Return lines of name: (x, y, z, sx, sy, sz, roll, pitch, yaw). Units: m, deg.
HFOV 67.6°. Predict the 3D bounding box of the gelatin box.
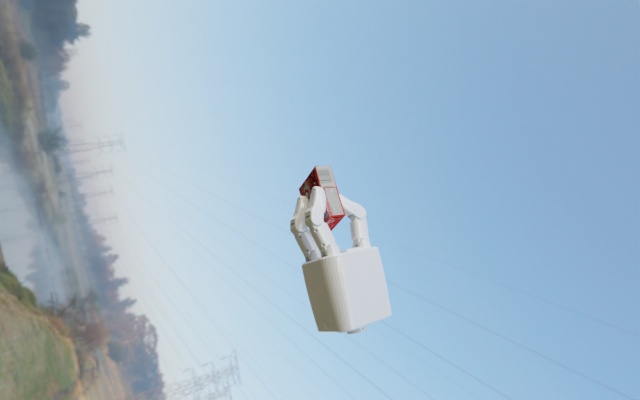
gelatin box: (0.000, 0.002, 0.729, 0.030, 0.089, 0.073, -4, -25, -26)
